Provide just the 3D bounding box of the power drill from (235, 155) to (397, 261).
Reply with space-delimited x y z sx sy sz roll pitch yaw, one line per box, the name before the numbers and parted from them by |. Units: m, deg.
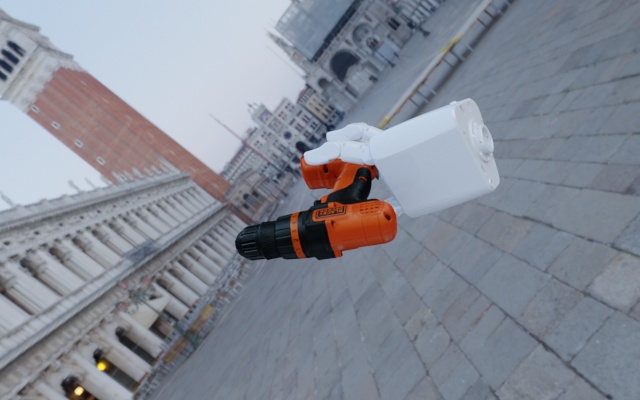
power drill | 0.000 0.002 0.585 0.184 0.057 0.187 -8 32 12
